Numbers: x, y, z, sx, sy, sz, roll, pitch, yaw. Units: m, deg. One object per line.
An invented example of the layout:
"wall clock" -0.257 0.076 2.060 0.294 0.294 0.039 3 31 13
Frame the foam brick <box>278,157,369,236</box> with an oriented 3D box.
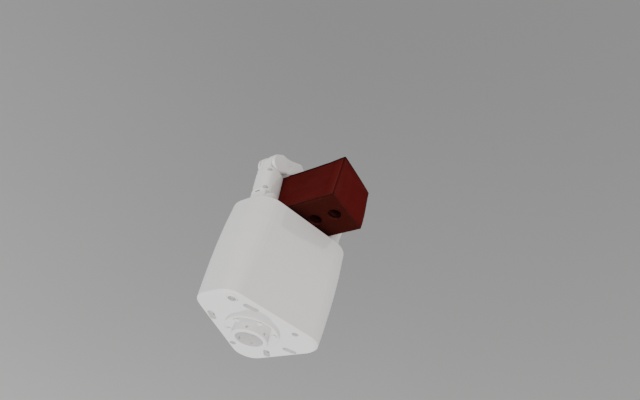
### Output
"foam brick" 0.000 0.001 0.472 0.078 0.051 0.053 -17 -53 31
